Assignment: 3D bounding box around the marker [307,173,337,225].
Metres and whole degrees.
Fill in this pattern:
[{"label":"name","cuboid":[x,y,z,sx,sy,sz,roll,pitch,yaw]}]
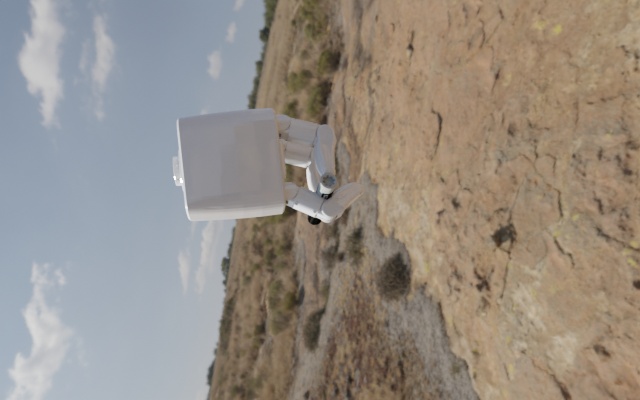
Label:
[{"label":"marker","cuboid":[0.000,0.002,0.561,0.020,0.020,0.121,0,-22,-9]}]
